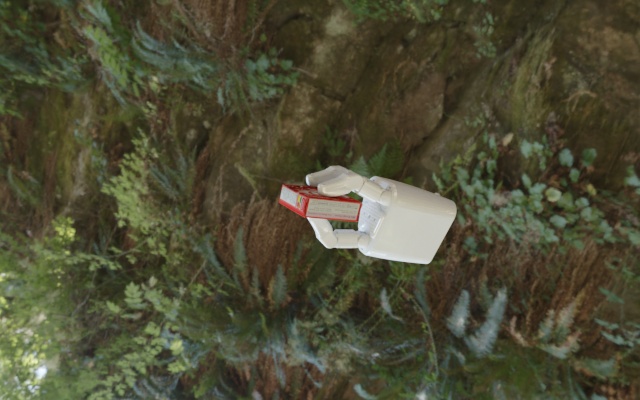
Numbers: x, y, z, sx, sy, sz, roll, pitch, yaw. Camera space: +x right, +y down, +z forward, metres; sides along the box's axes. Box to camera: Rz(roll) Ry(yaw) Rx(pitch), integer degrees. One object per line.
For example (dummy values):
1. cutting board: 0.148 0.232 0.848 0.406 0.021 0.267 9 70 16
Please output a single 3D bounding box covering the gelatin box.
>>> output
1. gelatin box: 0.000 0.003 0.646 0.089 0.030 0.073 5 13 -33
